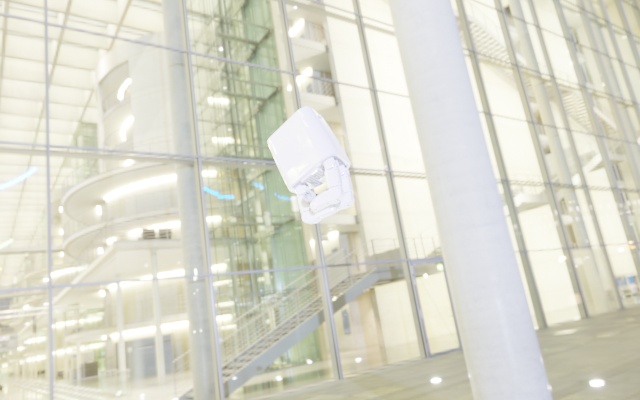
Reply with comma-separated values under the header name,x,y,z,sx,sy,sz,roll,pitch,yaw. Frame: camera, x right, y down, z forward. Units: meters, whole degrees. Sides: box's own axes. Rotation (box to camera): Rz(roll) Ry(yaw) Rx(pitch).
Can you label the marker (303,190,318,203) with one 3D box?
name,x,y,z,sx,sy,sz,roll,pitch,yaw
marker,0.000,0.003,0.828,0.020,0.020,0.121,0,-10,21
